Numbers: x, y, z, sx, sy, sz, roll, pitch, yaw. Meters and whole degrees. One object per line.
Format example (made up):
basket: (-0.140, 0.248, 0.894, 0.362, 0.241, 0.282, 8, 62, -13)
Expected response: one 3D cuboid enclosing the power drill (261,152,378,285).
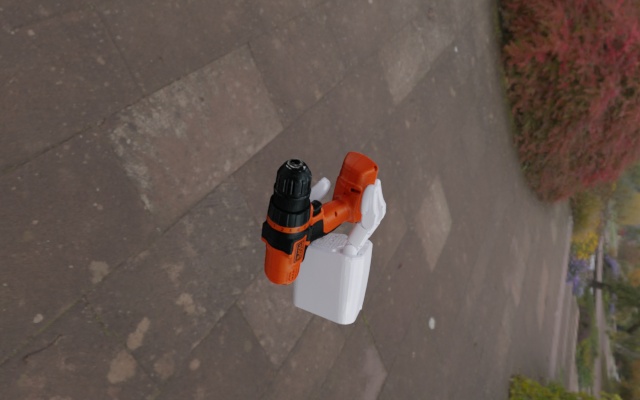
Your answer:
power drill: (0.000, 0.002, 0.627, 0.057, 0.185, 0.187, 33, 42, 25)
